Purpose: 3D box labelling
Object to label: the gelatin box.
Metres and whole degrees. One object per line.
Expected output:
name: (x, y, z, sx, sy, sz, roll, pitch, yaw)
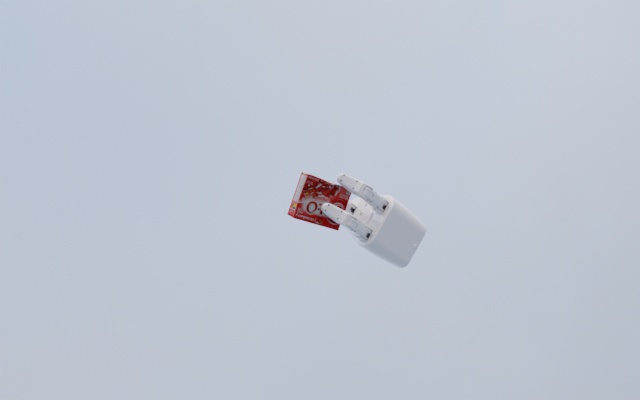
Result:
gelatin box: (0.000, 0.002, 0.770, 0.089, 0.073, 0.030, 18, 3, -28)
